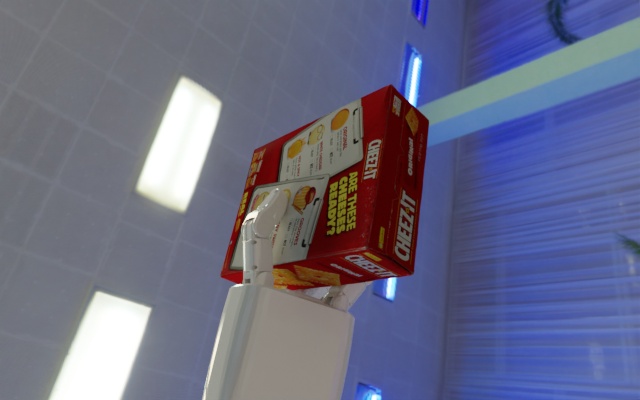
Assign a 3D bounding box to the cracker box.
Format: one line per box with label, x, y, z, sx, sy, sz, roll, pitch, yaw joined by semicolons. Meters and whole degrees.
cracker box;0.000;0.002;0.485;0.072;0.164;0.214;30;-32;-35
